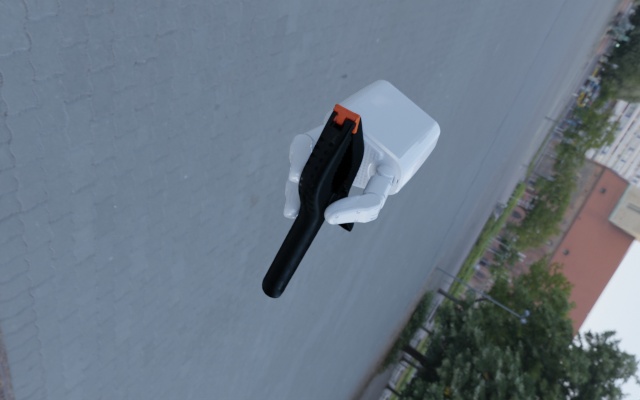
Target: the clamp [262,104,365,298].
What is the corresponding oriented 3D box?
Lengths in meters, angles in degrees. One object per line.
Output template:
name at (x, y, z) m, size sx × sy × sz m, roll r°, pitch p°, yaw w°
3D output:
clamp at (0.001, 0.002, 0.500) m, size 0.036 × 0.210 × 0.164 m, roll 30°, pitch 48°, yaw 20°
